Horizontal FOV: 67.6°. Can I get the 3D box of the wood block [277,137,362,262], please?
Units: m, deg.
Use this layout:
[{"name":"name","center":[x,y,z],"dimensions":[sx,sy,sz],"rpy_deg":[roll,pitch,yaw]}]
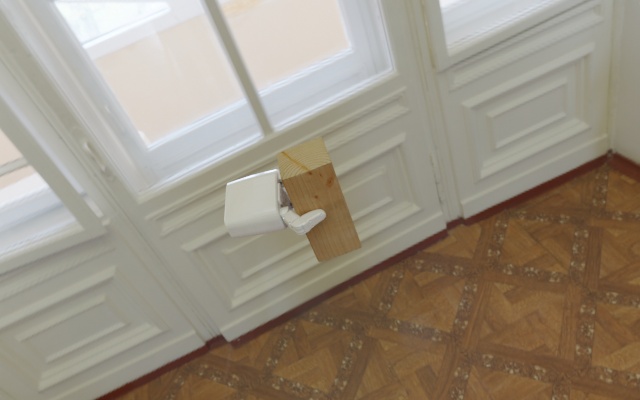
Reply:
[{"name":"wood block","center":[0.000,0.003,0.877],"dimensions":[0.090,0.206,0.090],"rpy_deg":[-20,38,3]}]
